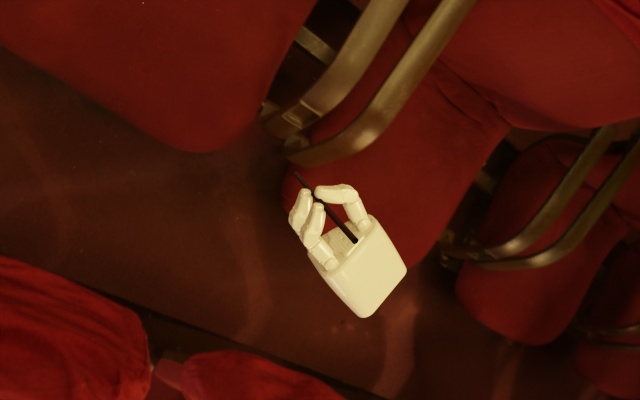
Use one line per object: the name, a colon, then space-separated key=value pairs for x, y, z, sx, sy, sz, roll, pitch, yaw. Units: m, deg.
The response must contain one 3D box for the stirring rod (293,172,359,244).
stirring rod: x=0.000 y=0.002 z=0.640 sx=0.011 sy=0.011 sz=0.239 roll=0 pitch=21 yaw=-20
